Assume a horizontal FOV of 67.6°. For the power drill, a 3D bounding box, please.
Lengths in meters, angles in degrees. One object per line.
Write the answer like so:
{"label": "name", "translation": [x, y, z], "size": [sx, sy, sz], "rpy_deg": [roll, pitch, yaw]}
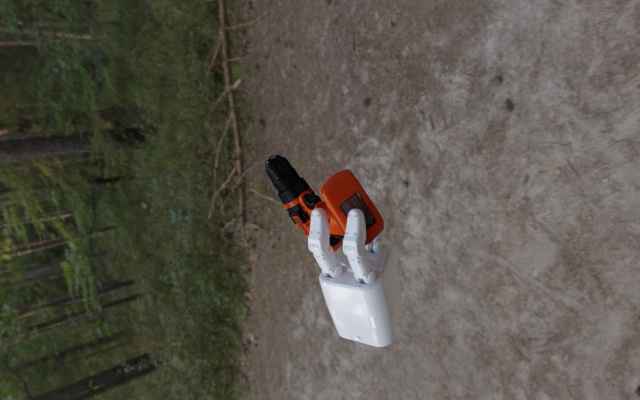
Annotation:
{"label": "power drill", "translation": [0.000, 0.003, 0.704], "size": [0.057, 0.184, 0.187], "rpy_deg": [-40, 13, -20]}
